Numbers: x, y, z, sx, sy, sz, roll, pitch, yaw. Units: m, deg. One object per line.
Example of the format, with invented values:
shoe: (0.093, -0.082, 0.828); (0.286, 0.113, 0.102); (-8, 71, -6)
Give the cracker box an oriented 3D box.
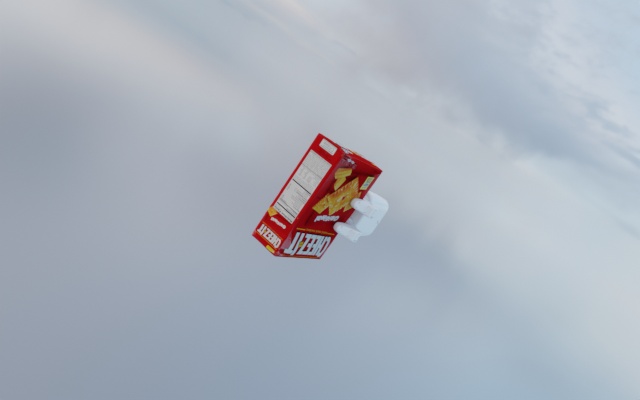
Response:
cracker box: (0.000, 0.003, 0.854); (0.072, 0.214, 0.164); (40, 12, 28)
